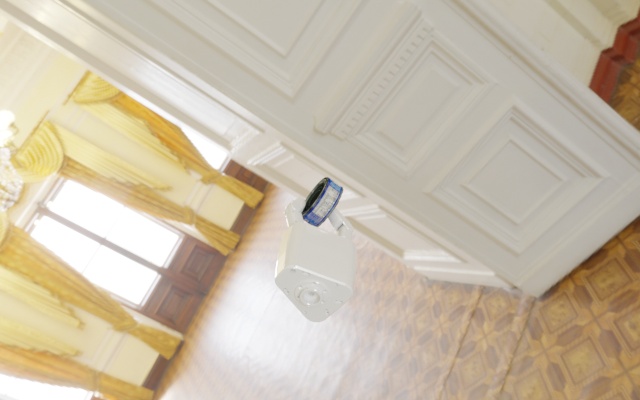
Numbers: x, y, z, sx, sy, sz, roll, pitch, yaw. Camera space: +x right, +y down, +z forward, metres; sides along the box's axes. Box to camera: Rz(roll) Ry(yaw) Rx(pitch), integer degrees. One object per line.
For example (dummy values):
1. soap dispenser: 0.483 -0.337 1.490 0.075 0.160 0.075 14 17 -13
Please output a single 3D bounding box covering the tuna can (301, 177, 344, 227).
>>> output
1. tuna can: 0.000 0.002 0.812 0.034 0.086 0.086 35 -9 -12
